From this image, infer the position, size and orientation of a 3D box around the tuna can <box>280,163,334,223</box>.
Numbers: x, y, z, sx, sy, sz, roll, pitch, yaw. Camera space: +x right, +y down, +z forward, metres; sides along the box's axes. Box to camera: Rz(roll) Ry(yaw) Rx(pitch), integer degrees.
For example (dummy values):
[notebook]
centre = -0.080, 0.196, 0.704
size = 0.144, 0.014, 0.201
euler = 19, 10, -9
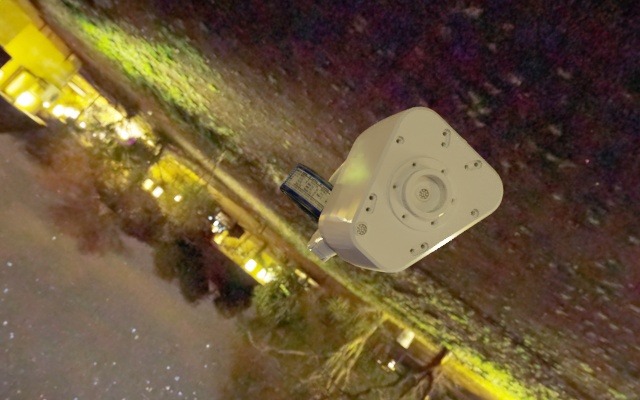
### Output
[tuna can]
centre = 0.000, 0.002, 0.492
size = 0.086, 0.034, 0.086
euler = 39, -5, 4
